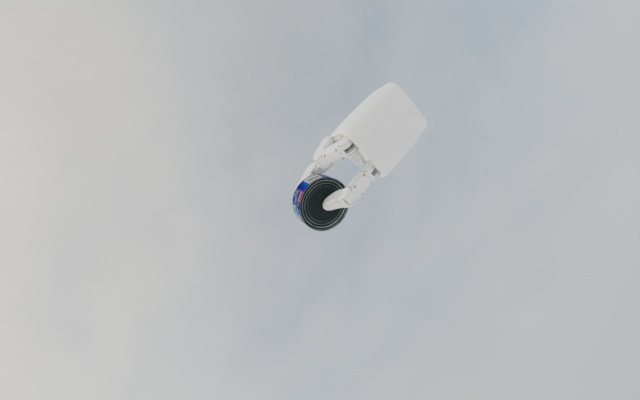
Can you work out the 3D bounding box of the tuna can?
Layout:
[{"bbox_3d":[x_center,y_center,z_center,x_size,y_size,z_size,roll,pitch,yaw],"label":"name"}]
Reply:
[{"bbox_3d":[0.000,0.002,0.747,0.086,0.086,0.033,0,14,-27],"label":"tuna can"}]
